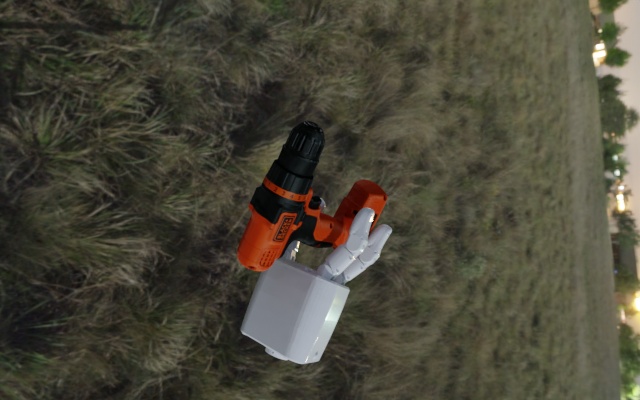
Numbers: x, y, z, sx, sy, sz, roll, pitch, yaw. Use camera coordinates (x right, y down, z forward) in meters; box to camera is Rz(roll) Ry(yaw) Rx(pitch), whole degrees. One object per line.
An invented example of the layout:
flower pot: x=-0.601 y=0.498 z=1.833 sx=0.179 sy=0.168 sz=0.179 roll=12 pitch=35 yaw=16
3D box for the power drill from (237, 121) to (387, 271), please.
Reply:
power drill: x=0.000 y=0.002 z=0.589 sx=0.187 sy=0.184 sz=0.057 roll=8 pitch=26 yaw=-46
